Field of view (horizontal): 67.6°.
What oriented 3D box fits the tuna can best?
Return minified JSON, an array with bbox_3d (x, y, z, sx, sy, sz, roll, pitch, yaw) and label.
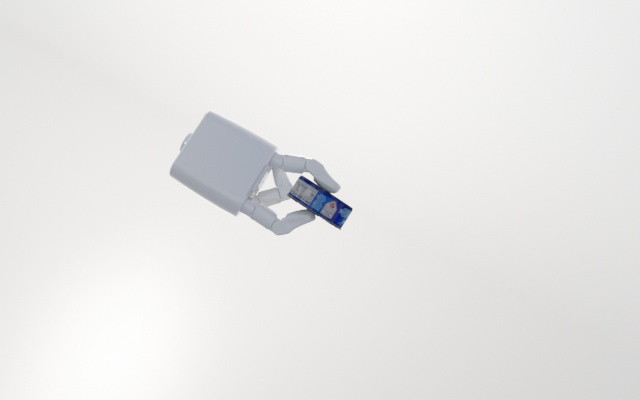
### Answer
[{"bbox_3d":[0.000,0.002,0.633,0.086,0.034,0.086,33,1,0],"label":"tuna can"}]
